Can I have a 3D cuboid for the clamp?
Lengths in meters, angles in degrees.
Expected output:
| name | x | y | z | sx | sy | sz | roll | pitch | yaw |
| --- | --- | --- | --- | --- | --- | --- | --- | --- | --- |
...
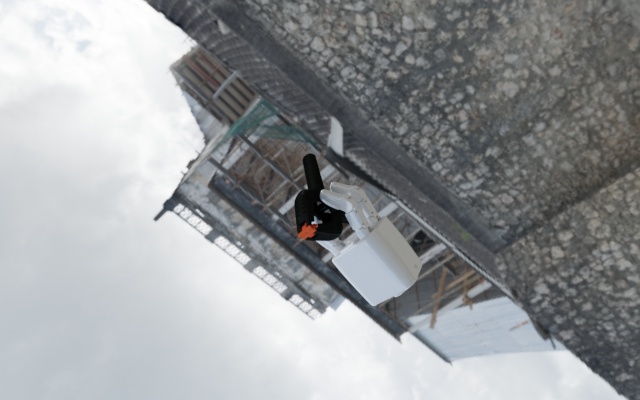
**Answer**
| name | x | y | z | sx | sy | sz | roll | pitch | yaw |
| --- | --- | --- | --- | --- | --- | --- | --- | --- | --- |
| clamp | 0.000 | 0.003 | 0.792 | 0.036 | 0.164 | 0.210 | -41 | 0 | 26 |
